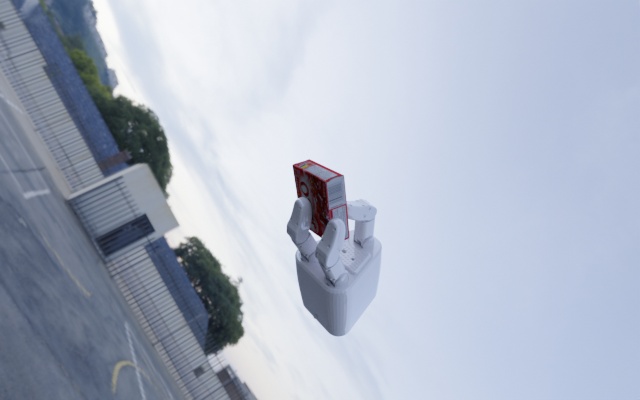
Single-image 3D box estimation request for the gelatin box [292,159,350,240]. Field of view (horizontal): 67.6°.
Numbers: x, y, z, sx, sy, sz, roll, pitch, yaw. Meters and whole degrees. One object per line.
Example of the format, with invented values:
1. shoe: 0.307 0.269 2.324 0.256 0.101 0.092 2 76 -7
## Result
1. gelatin box: 0.000 0.001 0.585 0.030 0.089 0.073 -22 31 -27
